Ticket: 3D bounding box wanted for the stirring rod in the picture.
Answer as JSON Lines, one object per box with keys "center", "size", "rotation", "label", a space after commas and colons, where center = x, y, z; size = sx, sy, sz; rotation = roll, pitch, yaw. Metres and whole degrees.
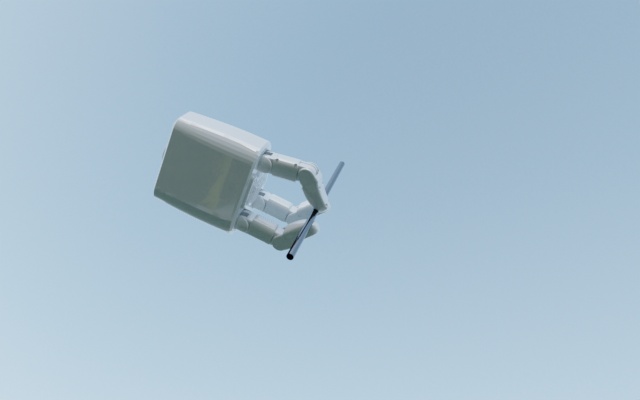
{"center": [0.000, 0.002, 0.577], "size": [0.011, 0.011, 0.239], "rotation": [0, 27, 17], "label": "stirring rod"}
